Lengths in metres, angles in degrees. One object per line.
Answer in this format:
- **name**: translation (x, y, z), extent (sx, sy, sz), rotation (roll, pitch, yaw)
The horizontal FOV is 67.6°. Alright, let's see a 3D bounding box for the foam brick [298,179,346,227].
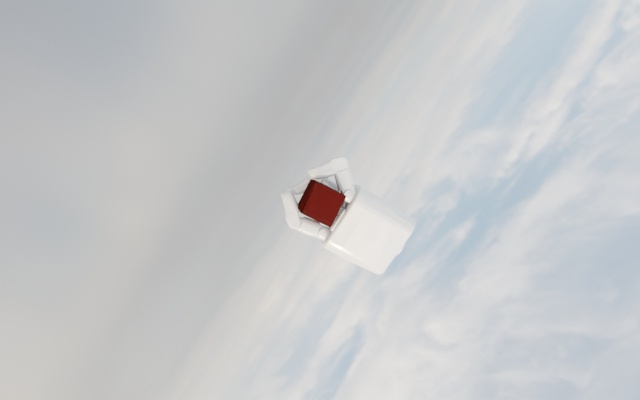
- **foam brick**: translation (0.000, 0.002, 0.720), extent (0.051, 0.053, 0.078), rotation (27, 2, -8)
